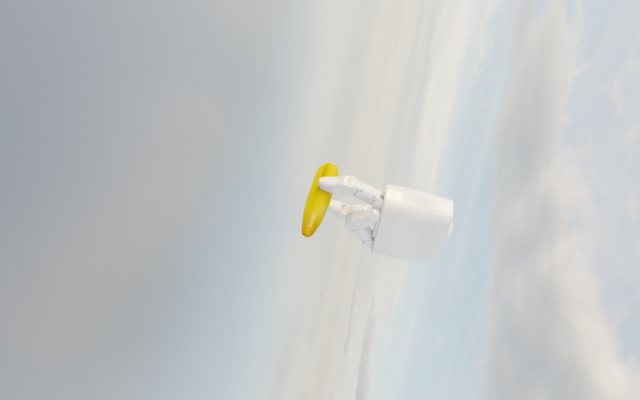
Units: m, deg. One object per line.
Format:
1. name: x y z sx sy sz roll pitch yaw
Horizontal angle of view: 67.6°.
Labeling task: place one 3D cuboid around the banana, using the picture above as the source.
1. banana: 0.004 -0.015 0.773 0.037 0.070 0.197 13 28 4
